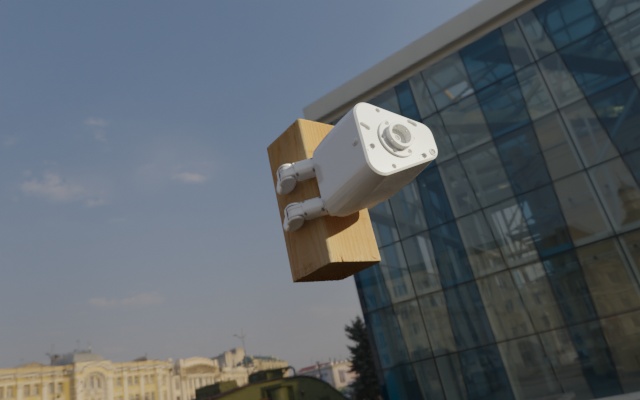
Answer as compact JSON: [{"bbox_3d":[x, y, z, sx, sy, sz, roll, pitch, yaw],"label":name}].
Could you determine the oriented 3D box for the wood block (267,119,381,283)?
[{"bbox_3d":[0.001,0.002,0.670,0.091,0.206,0.090,5,-27,-38],"label":"wood block"}]
